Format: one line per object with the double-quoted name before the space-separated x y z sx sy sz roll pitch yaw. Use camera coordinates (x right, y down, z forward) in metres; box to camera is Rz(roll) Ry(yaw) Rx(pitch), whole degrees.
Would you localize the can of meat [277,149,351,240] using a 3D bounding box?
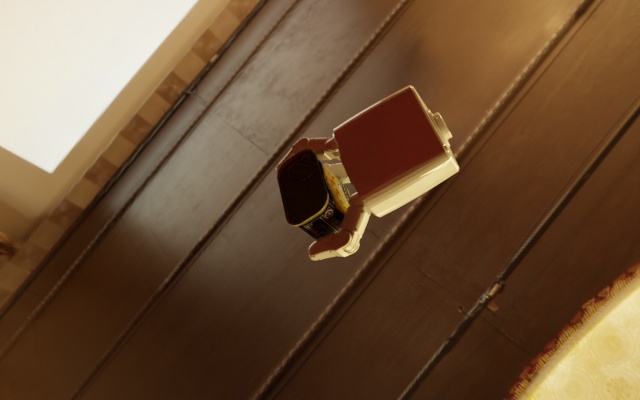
"can of meat" 0.000 0.002 0.575 0.057 0.102 0.084 -33 -44 17
